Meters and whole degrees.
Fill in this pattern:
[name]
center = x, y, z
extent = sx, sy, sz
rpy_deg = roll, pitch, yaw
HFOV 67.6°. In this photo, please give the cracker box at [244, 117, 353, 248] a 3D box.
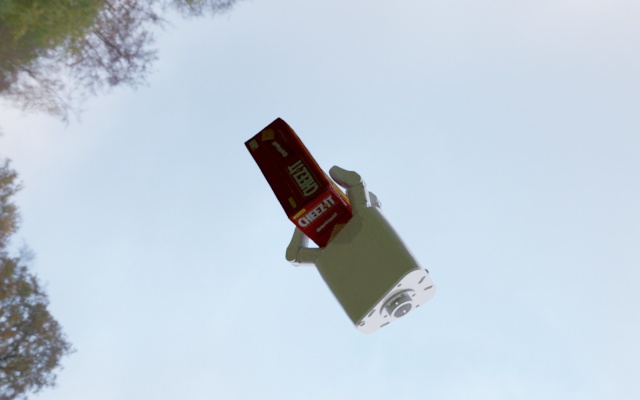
[cracker box]
center = 0.000, 0.002, 0.683
extent = 0.072, 0.164, 0.214
rpy_deg = -38, -41, 3
